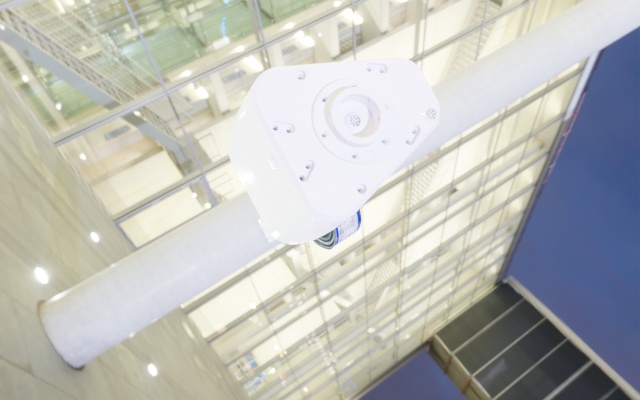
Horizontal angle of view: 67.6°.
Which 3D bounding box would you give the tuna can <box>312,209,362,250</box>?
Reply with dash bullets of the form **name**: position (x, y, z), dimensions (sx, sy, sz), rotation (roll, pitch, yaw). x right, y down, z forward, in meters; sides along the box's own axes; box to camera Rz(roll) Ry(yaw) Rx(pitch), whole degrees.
- **tuna can**: position (0.001, 0.001, 0.449), dimensions (0.033, 0.086, 0.086), rotation (-31, 12, -21)
